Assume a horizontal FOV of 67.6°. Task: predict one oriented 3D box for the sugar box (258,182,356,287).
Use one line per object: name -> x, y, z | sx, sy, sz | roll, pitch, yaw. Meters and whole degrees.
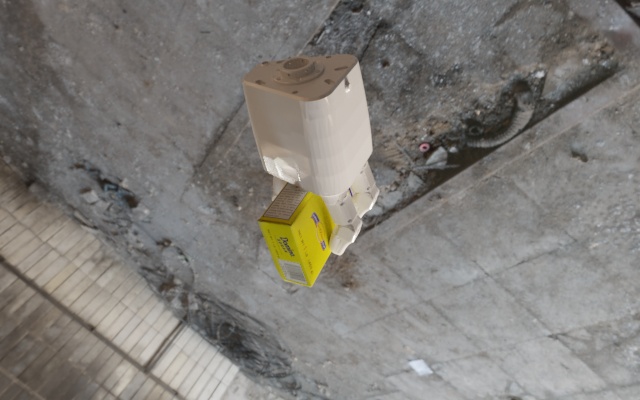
sugar box -> 0.000, 0.002, 0.547 | 0.048, 0.093, 0.176 | 9, 44, 28
